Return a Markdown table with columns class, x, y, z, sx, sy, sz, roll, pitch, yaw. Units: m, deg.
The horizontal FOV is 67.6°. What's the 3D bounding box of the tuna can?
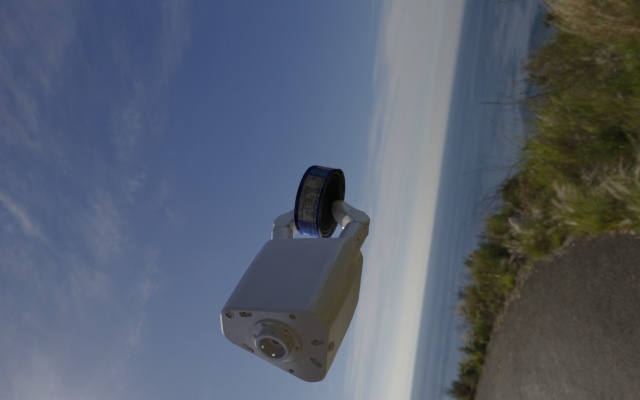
| class | x | y | z | sx | sy | sz | roll | pitch | yaw |
| --- | --- | --- | --- | --- | --- | --- | --- | --- | --- |
| tuna can | 0.000 | 0.002 | 0.565 | 0.034 | 0.086 | 0.086 | 11 | 4 | 18 |
